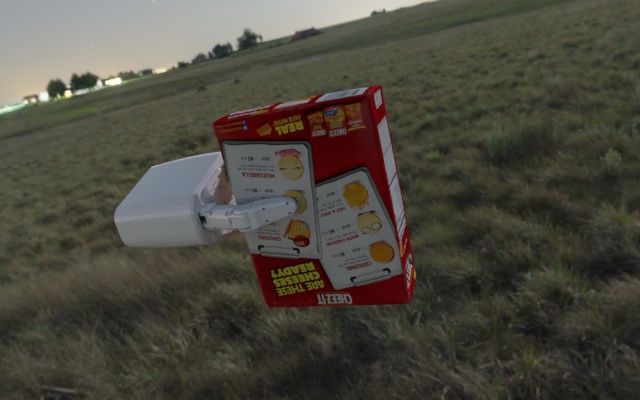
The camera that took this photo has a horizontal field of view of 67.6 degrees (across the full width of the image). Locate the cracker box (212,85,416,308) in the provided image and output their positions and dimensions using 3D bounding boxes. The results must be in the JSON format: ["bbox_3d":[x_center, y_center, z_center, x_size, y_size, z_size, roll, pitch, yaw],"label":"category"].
[{"bbox_3d":[0.000,0.002,0.496,0.164,0.214,0.072,-6,20,21],"label":"cracker box"}]
